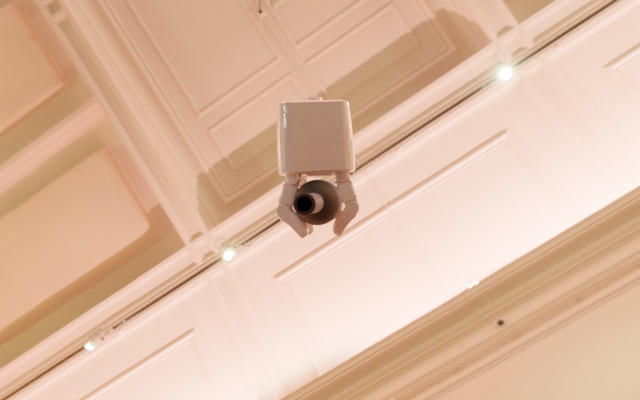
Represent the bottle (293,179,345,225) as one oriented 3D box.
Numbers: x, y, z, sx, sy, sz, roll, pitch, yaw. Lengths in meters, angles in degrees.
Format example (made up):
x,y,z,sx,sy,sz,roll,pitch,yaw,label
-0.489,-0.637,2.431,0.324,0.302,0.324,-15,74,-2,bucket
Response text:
x,y,z,sx,sy,sz,roll,pitch,yaw,label
0.000,0.002,0.724,0.069,0.069,0.295,0,1,8,bottle
